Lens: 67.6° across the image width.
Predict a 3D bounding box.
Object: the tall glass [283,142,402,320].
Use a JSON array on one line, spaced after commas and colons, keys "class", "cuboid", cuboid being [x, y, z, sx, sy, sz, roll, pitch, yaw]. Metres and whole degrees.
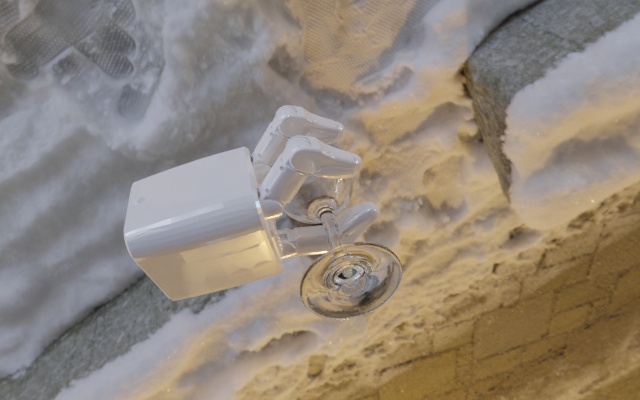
[{"class": "tall glass", "cuboid": [0.000, 0.002, 0.411, 0.079, 0.079, 0.201, 0, 35, -15]}]
